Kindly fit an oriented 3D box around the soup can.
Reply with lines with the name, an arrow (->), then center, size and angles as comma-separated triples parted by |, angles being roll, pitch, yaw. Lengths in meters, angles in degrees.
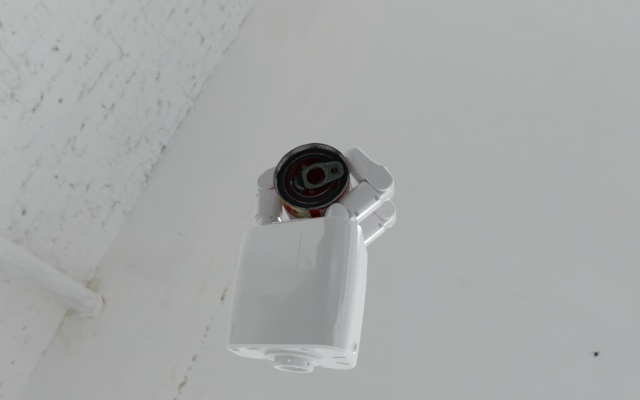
soup can -> 0.000, 0.001, 0.460 | 0.068, 0.068, 0.102 | 0, -28, 11
